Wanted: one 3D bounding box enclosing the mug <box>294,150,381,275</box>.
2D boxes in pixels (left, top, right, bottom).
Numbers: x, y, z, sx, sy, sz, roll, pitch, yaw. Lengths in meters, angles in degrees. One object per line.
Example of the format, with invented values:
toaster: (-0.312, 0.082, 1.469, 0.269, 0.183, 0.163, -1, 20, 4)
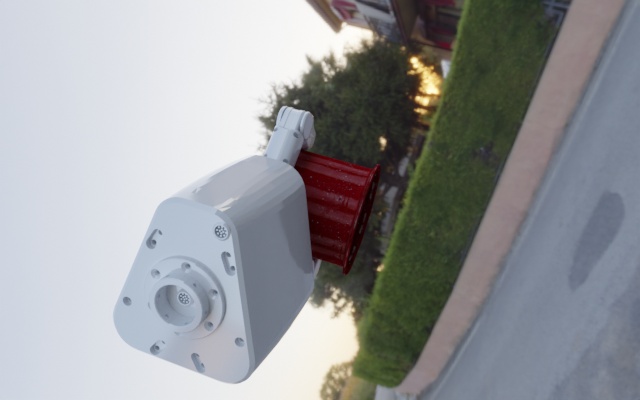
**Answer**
mug: (0.000, 0.001, 0.404, 0.081, 0.093, 0.117, 17, 18, 11)
